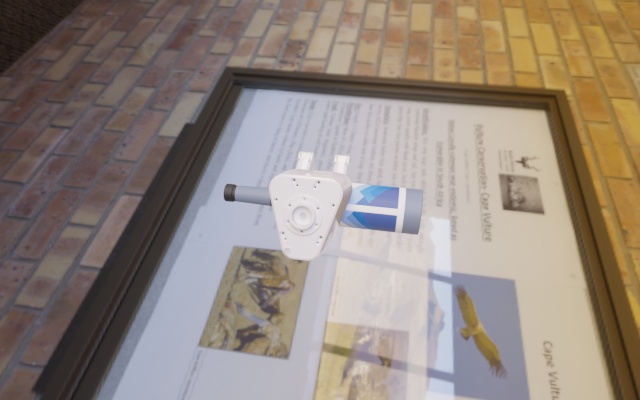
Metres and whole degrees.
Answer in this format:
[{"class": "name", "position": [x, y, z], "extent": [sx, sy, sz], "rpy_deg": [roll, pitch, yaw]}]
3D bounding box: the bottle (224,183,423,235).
[{"class": "bottle", "position": [0.000, 0.002, 0.716], "extent": [0.296, 0.069, 0.069], "rpy_deg": [6, 1, 8]}]
